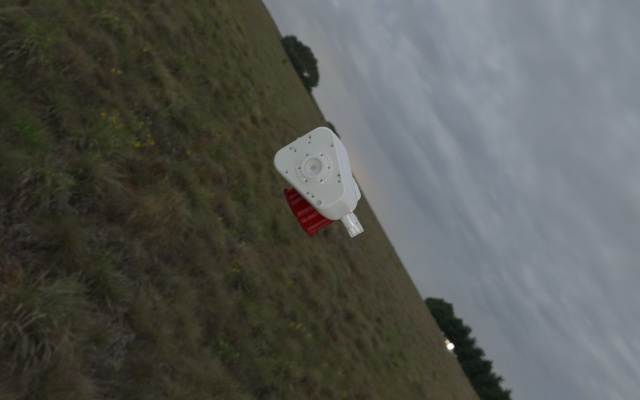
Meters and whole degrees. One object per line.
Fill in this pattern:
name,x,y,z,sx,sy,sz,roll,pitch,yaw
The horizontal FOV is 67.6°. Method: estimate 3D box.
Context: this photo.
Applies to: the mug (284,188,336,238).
mug,0.001,0.003,0.794,0.081,0.093,0.117,-30,-11,5
